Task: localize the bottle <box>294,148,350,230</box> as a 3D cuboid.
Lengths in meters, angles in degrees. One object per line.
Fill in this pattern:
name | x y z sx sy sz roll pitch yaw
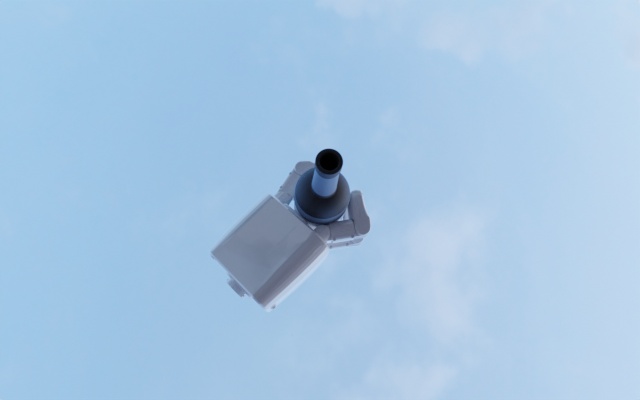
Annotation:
bottle | 0.000 0.002 0.601 0.069 0.069 0.296 0 -16 -3
